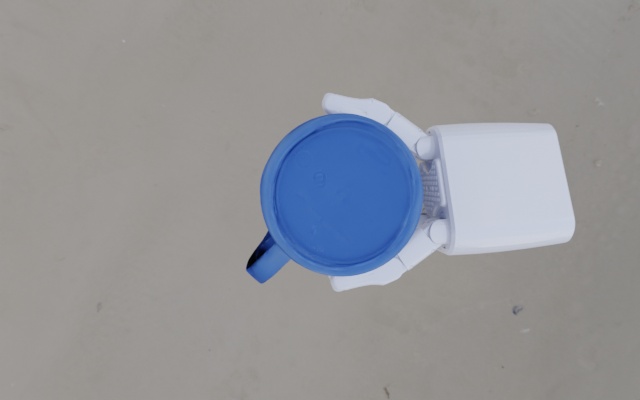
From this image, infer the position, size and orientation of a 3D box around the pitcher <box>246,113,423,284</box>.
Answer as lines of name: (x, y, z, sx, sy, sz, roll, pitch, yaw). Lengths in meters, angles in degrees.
pitcher: (0.000, 0.001, 0.423, 0.145, 0.149, 0.243, -2, 2, -4)
